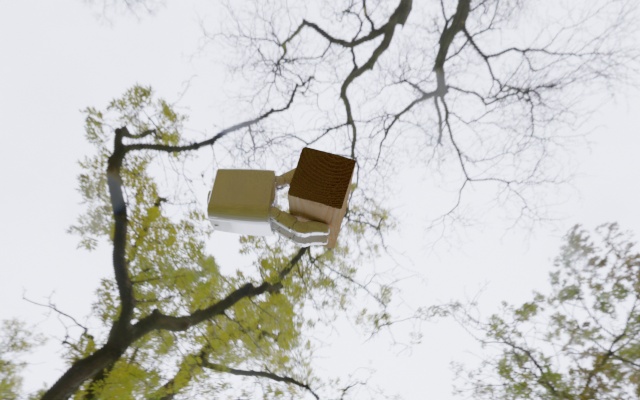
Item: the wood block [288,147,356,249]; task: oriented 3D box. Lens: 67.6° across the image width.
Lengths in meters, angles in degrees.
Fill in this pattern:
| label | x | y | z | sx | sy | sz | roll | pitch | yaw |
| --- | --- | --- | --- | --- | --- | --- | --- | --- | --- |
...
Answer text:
| label | x | y | z | sx | sy | sz | roll | pitch | yaw |
| --- | --- | --- | --- | --- | --- | --- | --- | --- | --- |
| wood block | 0.000 | 0.002 | 0.836 | 0.090 | 0.090 | 0.206 | 15 | -22 | 5 |
